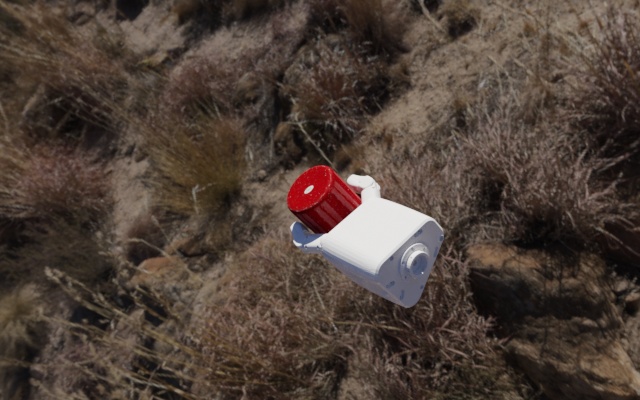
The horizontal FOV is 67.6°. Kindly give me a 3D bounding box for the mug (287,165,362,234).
[{"bbox_3d":[-0.001,0.002,0.683,0.081,0.093,0.117,44,-14,-36],"label":"mug"}]
